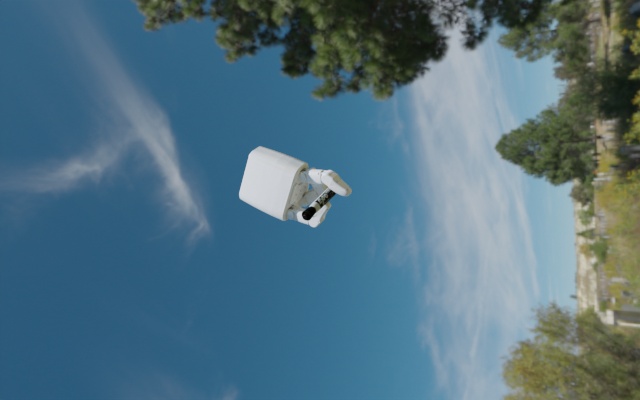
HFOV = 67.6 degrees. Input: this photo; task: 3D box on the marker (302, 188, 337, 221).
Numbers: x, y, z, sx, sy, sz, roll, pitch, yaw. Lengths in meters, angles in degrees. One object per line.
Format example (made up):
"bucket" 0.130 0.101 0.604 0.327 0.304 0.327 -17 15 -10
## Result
"marker" 0.000 0.003 0.840 0.020 0.020 0.121 0 25 29
